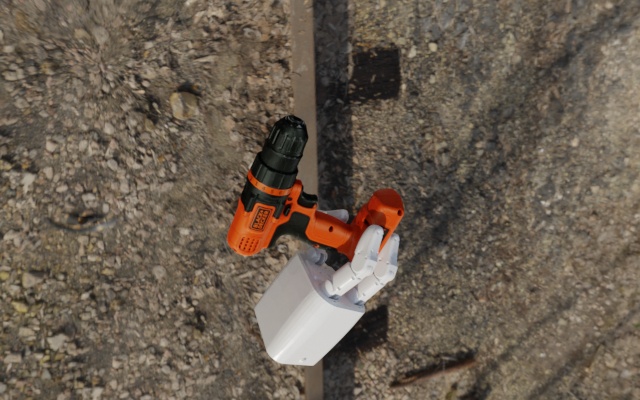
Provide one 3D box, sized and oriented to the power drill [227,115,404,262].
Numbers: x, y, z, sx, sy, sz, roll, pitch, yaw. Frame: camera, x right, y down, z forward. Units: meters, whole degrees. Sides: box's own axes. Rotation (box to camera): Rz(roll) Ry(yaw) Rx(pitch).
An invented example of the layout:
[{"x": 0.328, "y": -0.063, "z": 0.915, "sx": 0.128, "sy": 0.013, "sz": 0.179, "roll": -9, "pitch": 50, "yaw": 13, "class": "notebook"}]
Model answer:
[{"x": 0.000, "y": 0.002, "z": 0.565, "sx": 0.188, "sy": 0.184, "sz": 0.057, "roll": 16, "pitch": 33, "yaw": -19, "class": "power drill"}]
